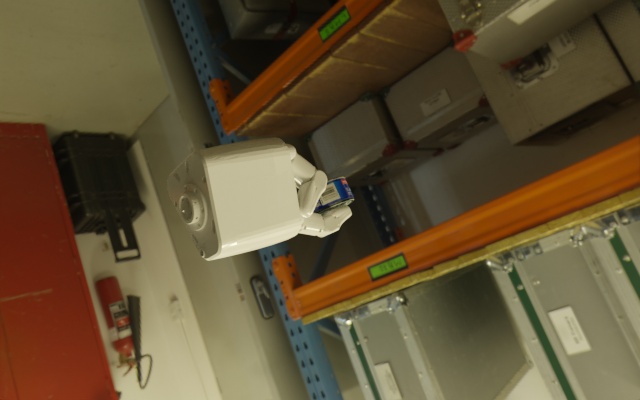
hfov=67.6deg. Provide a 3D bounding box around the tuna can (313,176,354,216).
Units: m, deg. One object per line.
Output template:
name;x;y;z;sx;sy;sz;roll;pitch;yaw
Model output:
tuna can;0.000;0.003;0.624;0.086;0.033;0.086;-25;-7;-3
